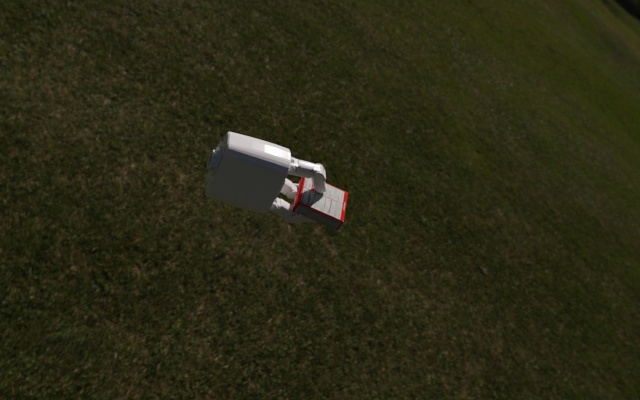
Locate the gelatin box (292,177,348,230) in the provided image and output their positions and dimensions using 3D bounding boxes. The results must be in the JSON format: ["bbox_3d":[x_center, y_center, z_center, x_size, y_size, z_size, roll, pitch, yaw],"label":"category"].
[{"bbox_3d":[0.001,0.003,0.835,0.089,0.073,0.030,23,-46,-12],"label":"gelatin box"}]
